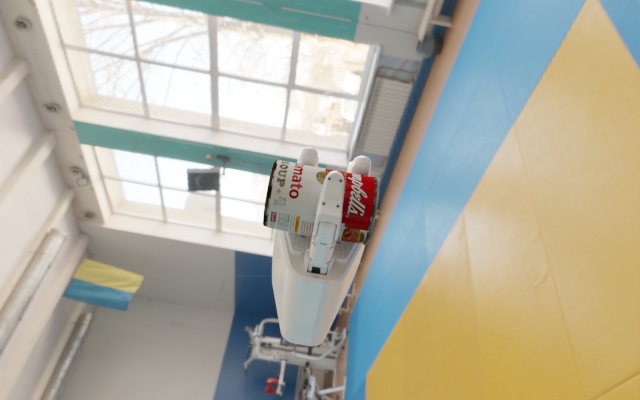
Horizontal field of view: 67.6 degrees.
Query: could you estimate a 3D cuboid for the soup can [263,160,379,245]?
[{"bbox_3d":[0.000,0.001,0.465,0.102,0.068,0.068,10,0,-2],"label":"soup can"}]
